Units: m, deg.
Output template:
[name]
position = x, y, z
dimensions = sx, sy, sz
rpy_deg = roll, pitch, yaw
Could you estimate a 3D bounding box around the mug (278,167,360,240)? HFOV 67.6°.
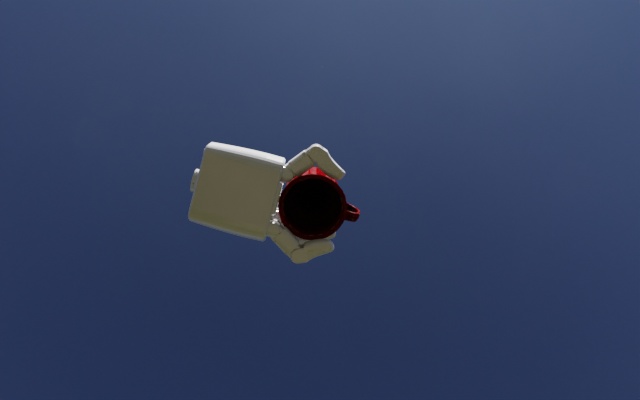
[mug]
position = 0.002, 0.002, 0.680
dimensions = 0.117, 0.093, 0.081
rpy_deg = 15, 15, -6
